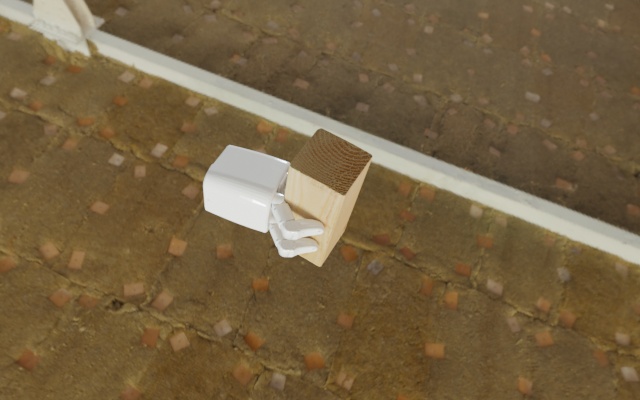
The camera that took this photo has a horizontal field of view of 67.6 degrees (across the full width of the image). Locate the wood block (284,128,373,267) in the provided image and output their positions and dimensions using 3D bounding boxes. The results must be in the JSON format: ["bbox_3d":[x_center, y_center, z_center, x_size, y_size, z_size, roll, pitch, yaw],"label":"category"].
[{"bbox_3d":[0.000,0.002,0.738,0.090,0.090,0.206,29,-34,9],"label":"wood block"}]
